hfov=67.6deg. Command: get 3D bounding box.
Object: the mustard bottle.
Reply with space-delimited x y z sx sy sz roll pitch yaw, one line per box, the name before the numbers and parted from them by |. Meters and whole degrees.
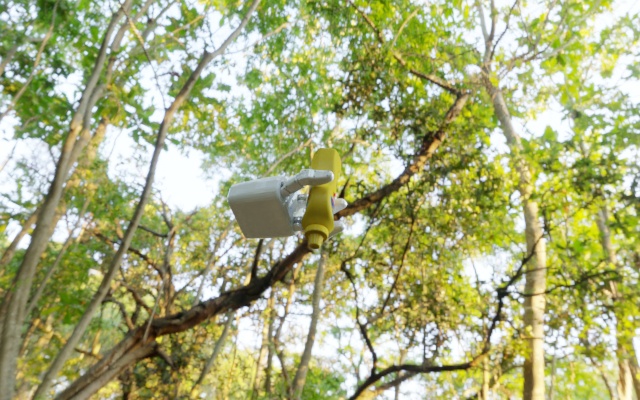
mustard bottle | 0.001 0.003 0.859 0.058 0.191 0.096 8 -38 1
